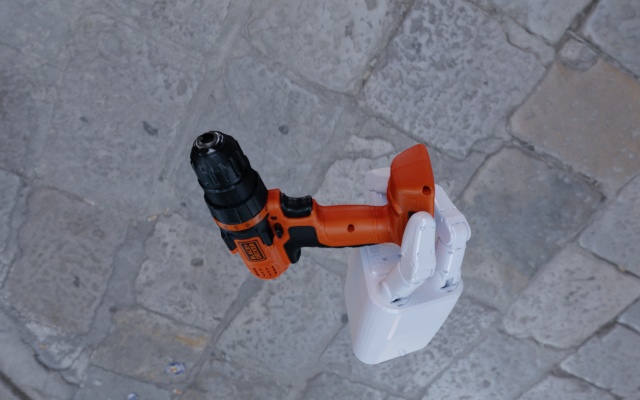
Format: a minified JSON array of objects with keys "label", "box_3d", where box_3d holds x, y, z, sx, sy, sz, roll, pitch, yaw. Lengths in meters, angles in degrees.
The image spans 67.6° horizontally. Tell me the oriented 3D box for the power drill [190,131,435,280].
[{"label":"power drill","box_3d":[0.001,0.002,0.411,0.187,0.057,0.185,-6,-37,8]}]
